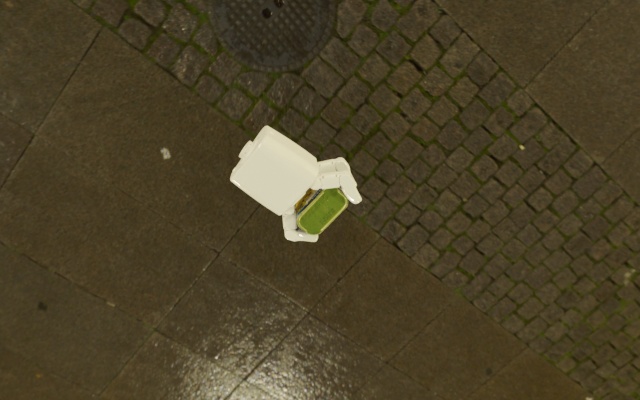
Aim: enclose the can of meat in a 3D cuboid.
[{"bbox_3d":[0.000,0.003,0.841,0.057,0.102,0.084,38,15,-18],"label":"can of meat"}]
